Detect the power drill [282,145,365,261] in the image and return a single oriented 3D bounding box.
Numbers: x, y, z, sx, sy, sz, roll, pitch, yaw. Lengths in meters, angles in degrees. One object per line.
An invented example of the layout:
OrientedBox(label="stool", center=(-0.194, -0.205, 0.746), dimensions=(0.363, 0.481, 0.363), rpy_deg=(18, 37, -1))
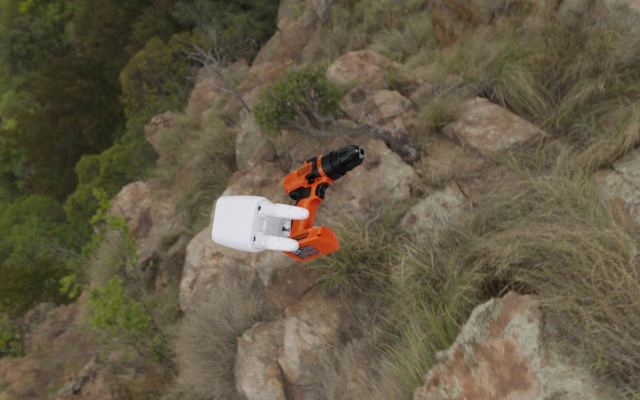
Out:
OrientedBox(label="power drill", center=(0.000, 0.003, 0.839), dimensions=(0.057, 0.187, 0.184), rpy_deg=(32, -41, -34))
